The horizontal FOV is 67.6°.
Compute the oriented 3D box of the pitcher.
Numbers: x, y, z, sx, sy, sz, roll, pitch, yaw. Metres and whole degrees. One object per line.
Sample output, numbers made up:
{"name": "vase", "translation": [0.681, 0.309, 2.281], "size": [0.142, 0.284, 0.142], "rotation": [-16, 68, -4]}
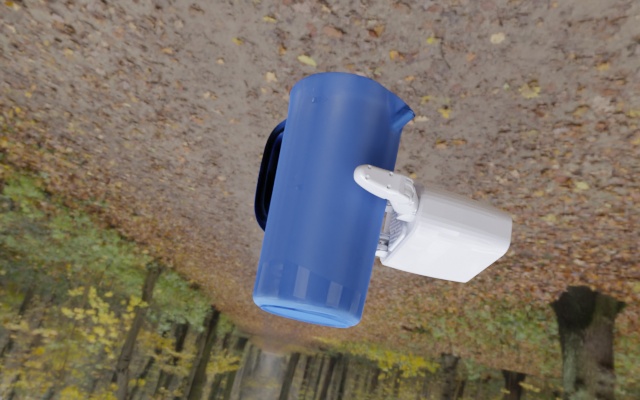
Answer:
{"name": "pitcher", "translation": [0.000, 0.002, 0.507], "size": [0.145, 0.242, 0.149], "rotation": [15, -19, -7]}
